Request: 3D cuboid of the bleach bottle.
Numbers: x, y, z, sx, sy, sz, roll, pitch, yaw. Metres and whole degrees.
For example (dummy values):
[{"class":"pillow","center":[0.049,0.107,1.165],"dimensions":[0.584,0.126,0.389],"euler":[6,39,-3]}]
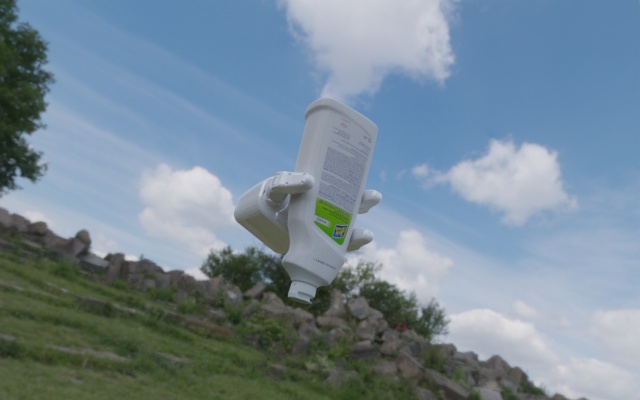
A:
[{"class":"bleach bottle","center":[0.000,0.002,0.603],"dimensions":[0.102,0.250,0.068],"euler":[25,-22,-24]}]
